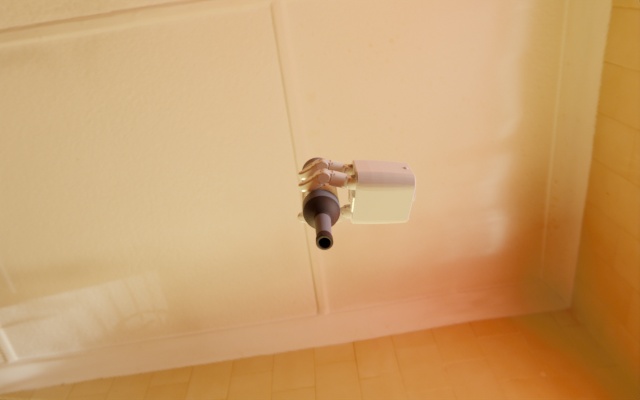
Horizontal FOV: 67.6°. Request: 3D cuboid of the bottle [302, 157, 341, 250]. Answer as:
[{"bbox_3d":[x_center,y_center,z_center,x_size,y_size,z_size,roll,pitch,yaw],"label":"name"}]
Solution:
[{"bbox_3d":[0.000,0.003,0.862,0.069,0.069,0.295,0,25,-3],"label":"bottle"}]
